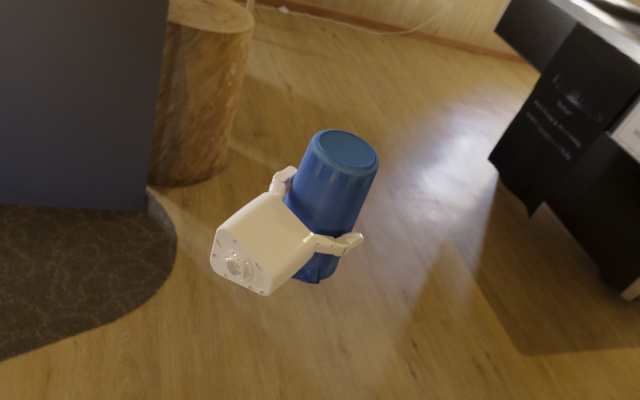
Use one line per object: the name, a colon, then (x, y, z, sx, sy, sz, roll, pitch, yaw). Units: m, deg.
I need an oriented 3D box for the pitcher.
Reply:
pitcher: (0.000, 0.003, 0.779, 0.149, 0.243, 0.145, 36, 41, 15)
